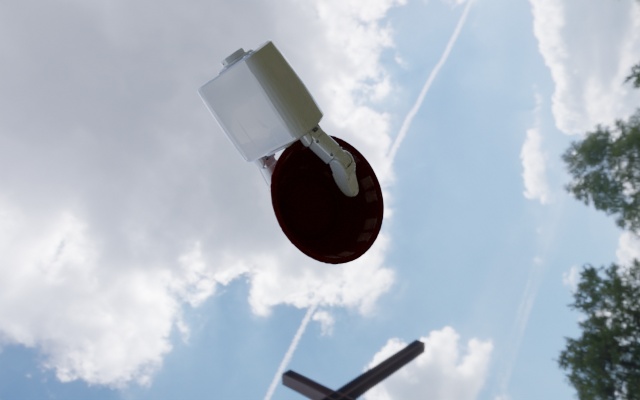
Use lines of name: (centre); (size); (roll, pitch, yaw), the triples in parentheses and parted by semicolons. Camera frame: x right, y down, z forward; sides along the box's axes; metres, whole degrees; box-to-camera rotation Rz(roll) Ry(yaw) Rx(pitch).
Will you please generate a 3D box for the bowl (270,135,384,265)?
bowl: (0.001, 0.003, 0.596); (0.162, 0.162, 0.055); (0, -13, -32)
